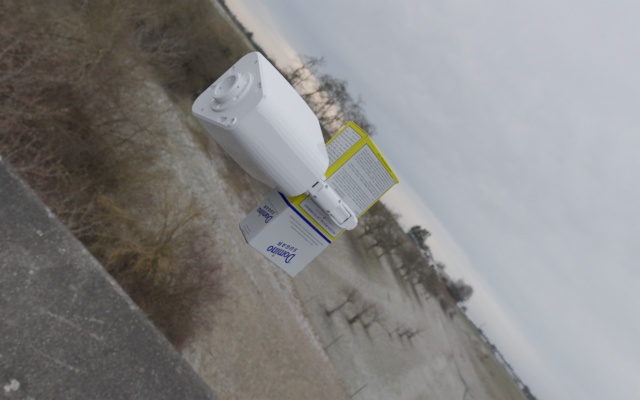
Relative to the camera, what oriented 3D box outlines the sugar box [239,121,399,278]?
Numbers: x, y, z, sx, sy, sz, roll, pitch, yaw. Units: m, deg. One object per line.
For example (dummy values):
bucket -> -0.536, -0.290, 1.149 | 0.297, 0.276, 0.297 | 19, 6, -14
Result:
sugar box -> 0.000, 0.001, 0.555 | 0.093, 0.176, 0.048 | 47, 5, -43
